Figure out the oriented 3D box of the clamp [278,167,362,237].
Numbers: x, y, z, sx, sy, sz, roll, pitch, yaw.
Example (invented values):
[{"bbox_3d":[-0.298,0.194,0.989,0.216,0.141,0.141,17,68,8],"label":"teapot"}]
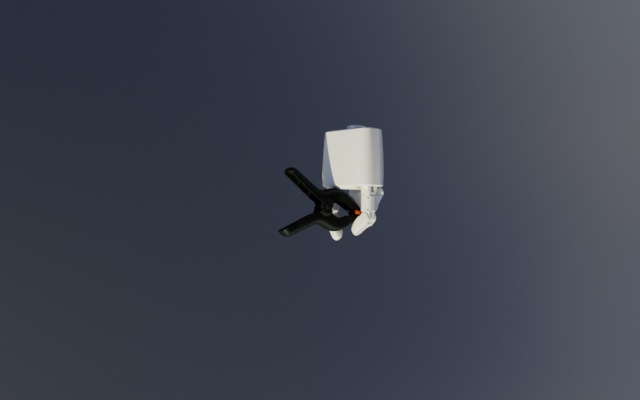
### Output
[{"bbox_3d":[0.001,0.003,0.859,0.171,0.120,0.039,1,0,-34],"label":"clamp"}]
